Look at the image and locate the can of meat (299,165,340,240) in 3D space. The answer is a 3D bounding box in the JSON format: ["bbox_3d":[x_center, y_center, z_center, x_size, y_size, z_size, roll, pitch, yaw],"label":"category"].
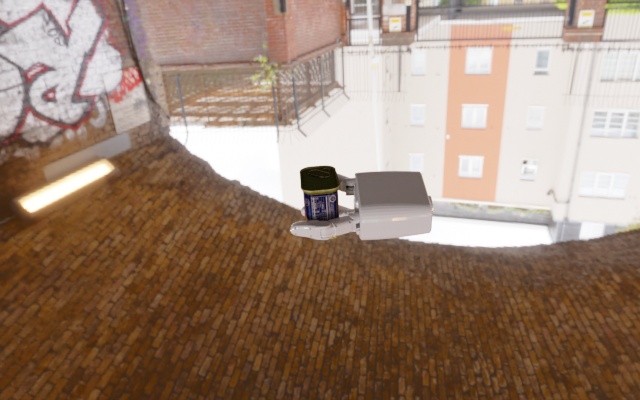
[{"bbox_3d":[0.000,0.003,0.738,0.057,0.084,0.102,-5,25,-2],"label":"can of meat"}]
